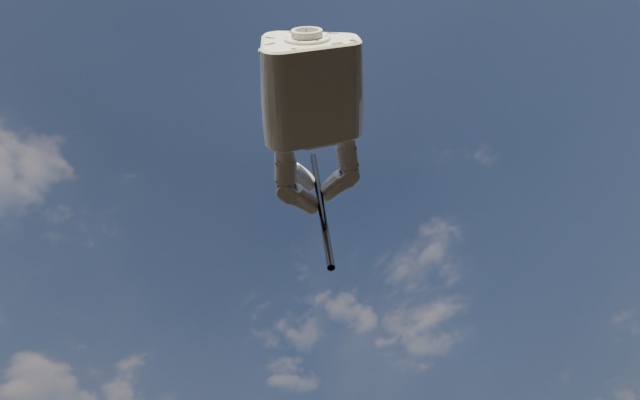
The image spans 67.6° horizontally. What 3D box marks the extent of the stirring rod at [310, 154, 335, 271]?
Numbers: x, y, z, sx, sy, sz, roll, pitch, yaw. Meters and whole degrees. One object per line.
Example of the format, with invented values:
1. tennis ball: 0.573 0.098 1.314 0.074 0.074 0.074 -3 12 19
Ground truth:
1. stirring rod: 0.000 0.002 0.565 0.011 0.011 0.239 0 32 -6
